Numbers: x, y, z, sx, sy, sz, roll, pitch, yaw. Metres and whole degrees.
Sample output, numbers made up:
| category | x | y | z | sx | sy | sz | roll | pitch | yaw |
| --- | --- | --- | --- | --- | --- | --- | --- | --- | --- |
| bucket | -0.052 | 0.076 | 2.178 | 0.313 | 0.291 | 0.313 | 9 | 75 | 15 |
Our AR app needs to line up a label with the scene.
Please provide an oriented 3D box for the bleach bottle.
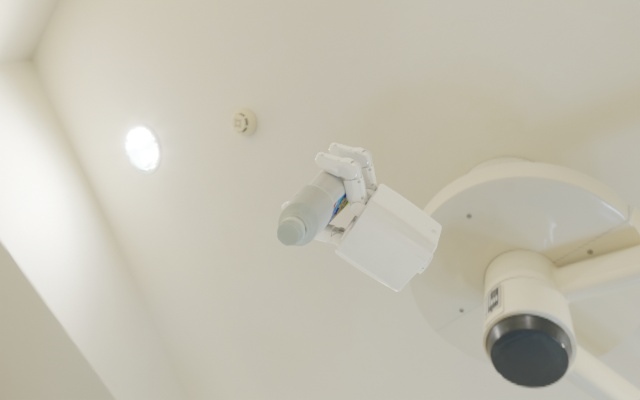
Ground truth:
| category | x | y | z | sx | sy | sz | roll | pitch | yaw |
| --- | --- | --- | --- | --- | --- | --- | --- | --- | --- |
| bleach bottle | 0.000 | 0.002 | 0.655 | 0.068 | 0.103 | 0.250 | 34 | 28 | 5 |
